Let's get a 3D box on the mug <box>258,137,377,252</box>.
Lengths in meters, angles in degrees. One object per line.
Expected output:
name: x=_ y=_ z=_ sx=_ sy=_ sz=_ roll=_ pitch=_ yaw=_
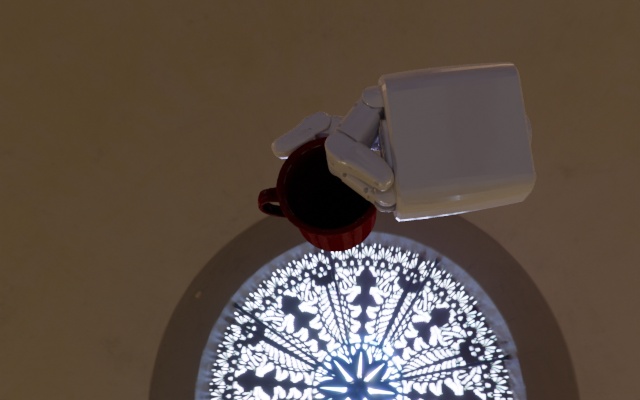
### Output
mug: x=-0.001 y=0.002 z=0.449 sx=0.117 sy=0.093 sz=0.081 roll=-6 pitch=-21 yaw=4
